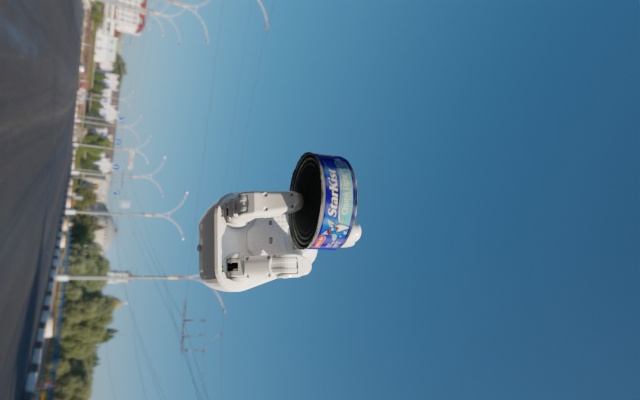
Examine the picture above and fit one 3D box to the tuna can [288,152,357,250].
[{"bbox_3d":[0.001,0.001,0.423,0.034,0.086,0.086,4,-2,-22],"label":"tuna can"}]
